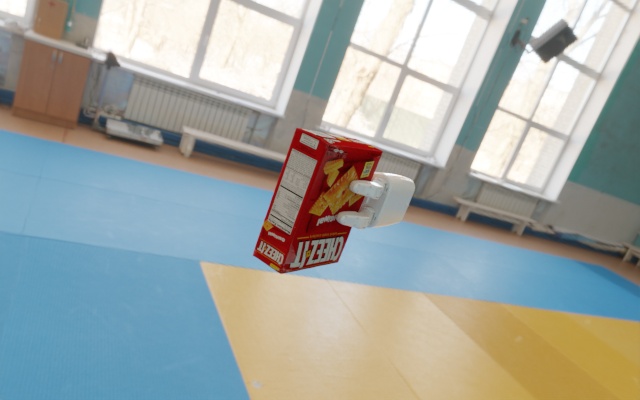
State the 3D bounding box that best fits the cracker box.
[{"bbox_3d":[0.000,0.002,0.762,0.072,0.214,0.164,29,17,32],"label":"cracker box"}]
